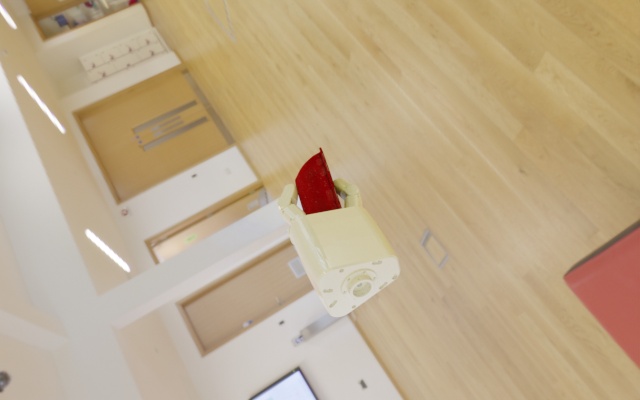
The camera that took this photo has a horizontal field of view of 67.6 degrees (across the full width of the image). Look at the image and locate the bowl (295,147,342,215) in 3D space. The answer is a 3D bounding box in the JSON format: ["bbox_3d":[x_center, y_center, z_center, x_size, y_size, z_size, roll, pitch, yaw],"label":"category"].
[{"bbox_3d":[0.000,0.002,0.738,0.055,0.162,0.162,-18,0,1],"label":"bowl"}]
